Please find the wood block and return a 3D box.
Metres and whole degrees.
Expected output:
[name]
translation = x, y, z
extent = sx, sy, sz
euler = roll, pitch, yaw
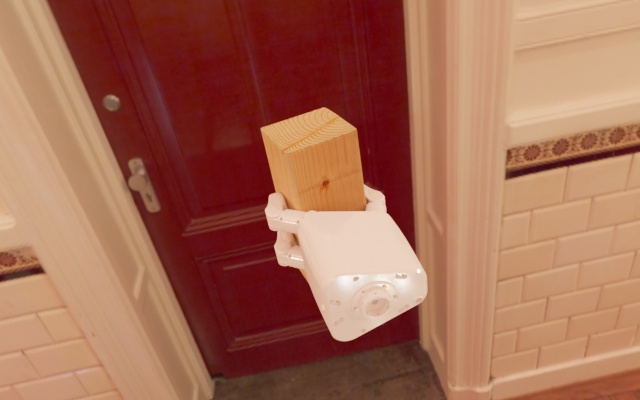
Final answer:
[wood block]
translation = 0.001, 0.002, 0.609
extent = 0.091, 0.206, 0.090
euler = -21, 34, -17
